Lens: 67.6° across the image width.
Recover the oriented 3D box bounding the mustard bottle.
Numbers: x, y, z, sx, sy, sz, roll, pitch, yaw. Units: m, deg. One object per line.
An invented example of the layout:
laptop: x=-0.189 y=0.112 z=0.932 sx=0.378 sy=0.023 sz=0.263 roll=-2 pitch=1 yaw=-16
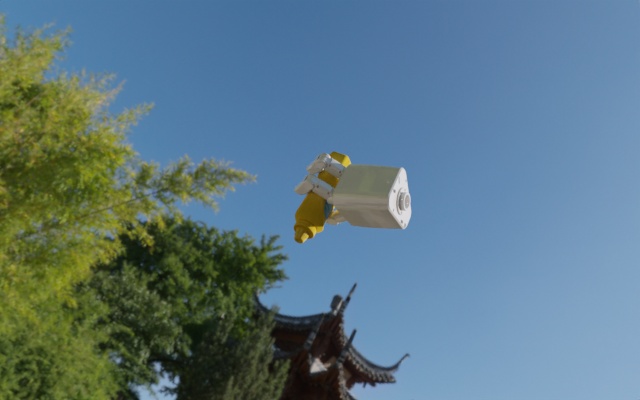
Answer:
mustard bottle: x=0.000 y=0.003 z=0.899 sx=0.058 sy=0.191 sz=0.096 roll=21 pitch=-35 yaw=11
